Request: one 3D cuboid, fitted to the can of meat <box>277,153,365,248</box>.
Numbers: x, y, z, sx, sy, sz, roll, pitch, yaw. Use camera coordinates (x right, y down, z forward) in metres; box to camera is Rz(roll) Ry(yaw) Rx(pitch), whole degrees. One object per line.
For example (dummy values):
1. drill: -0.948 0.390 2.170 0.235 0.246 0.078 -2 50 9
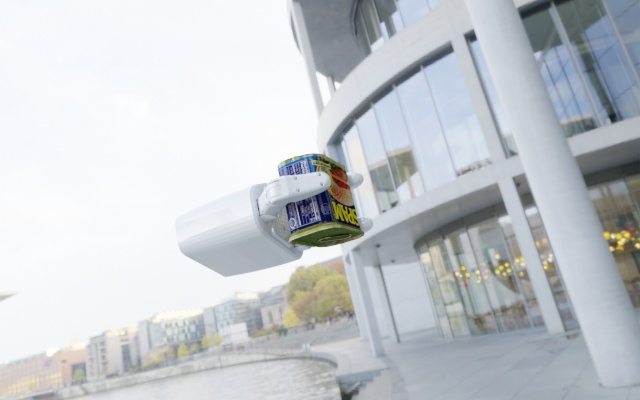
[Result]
1. can of meat: 0.000 0.001 0.517 0.057 0.084 0.102 -19 -17 21
